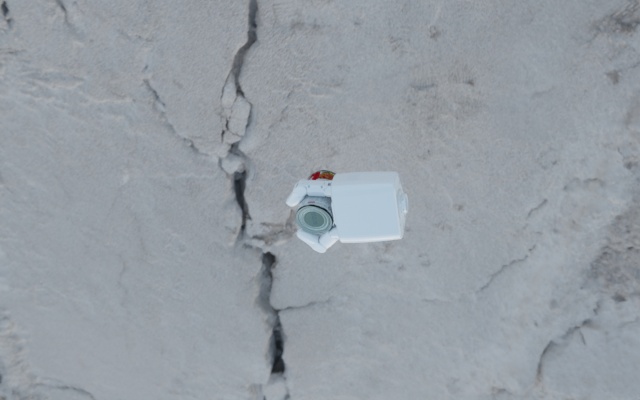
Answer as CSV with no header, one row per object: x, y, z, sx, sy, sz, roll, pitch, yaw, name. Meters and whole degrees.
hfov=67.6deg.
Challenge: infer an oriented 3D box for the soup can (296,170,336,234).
0.000,0.003,0.848,0.068,0.069,0.102,0,39,17,soup can
